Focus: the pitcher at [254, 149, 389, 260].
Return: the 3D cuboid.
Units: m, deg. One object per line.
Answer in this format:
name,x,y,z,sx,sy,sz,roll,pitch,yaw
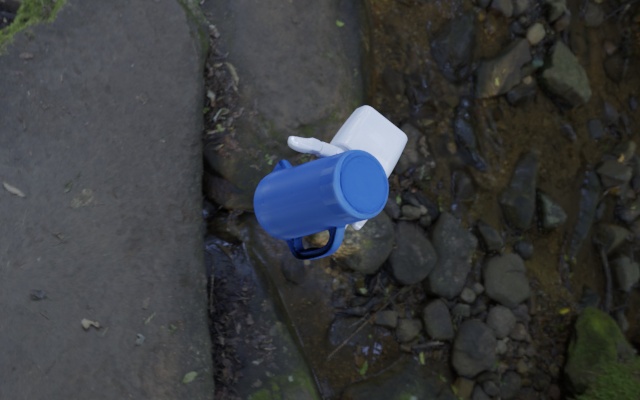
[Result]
pitcher,0.000,0.002,0.806,0.149,0.145,0.243,44,-29,-20
